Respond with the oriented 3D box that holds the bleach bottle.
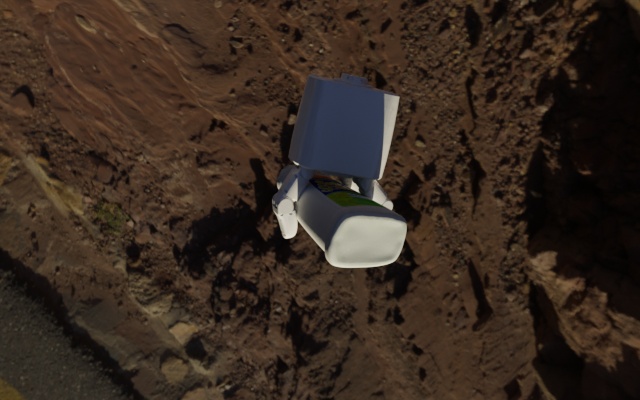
[{"bbox_3d":[0.000,0.002,0.622,0.102,0.068,0.250,4,18,-30],"label":"bleach bottle"}]
